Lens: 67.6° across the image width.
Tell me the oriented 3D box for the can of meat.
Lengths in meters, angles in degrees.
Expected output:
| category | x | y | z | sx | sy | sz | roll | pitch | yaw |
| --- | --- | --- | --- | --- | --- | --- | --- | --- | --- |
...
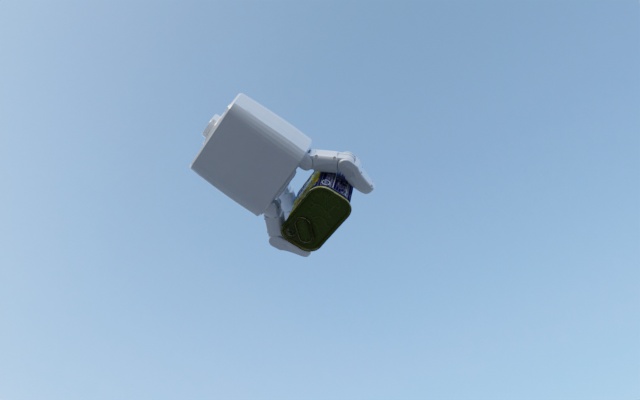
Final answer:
| category | x | y | z | sx | sy | sz | roll | pitch | yaw |
| --- | --- | --- | --- | --- | --- | --- | --- | --- | --- |
| can of meat | 0.000 | 0.002 | 0.616 | 0.057 | 0.102 | 0.084 | 32 | 35 | -11 |
